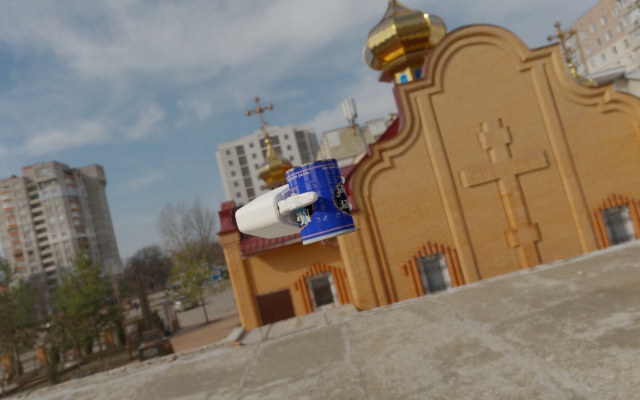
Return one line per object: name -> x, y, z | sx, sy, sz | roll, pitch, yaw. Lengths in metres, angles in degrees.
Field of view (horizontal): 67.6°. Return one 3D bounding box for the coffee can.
coffee can -> 0.000, 0.003, 0.895 | 0.103, 0.140, 0.103 | -15, -4, -1
